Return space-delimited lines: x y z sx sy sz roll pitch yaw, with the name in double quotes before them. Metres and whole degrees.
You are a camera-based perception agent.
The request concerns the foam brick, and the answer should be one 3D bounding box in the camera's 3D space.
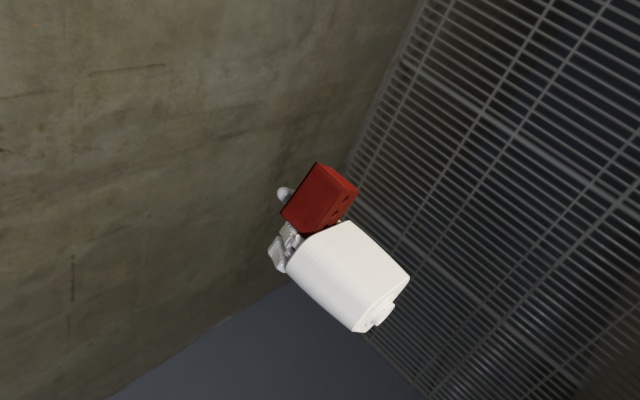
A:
"foam brick" 0.000 0.002 0.576 0.051 0.078 0.053 41 14 21
